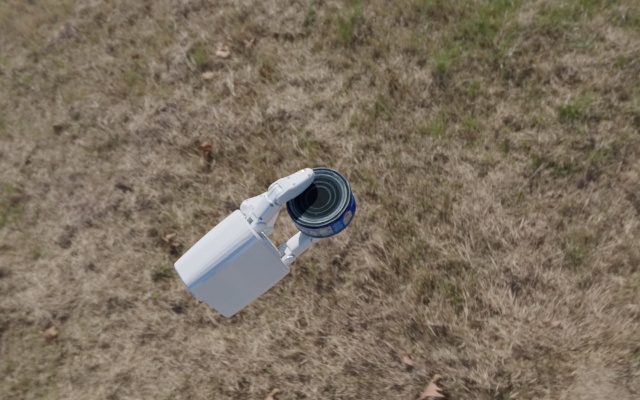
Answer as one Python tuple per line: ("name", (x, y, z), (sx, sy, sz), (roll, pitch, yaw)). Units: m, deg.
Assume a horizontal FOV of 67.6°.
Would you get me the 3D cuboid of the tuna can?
("tuna can", (0.000, 0.002, 0.601), (0.086, 0.086, 0.034), (0, -27, 15))
